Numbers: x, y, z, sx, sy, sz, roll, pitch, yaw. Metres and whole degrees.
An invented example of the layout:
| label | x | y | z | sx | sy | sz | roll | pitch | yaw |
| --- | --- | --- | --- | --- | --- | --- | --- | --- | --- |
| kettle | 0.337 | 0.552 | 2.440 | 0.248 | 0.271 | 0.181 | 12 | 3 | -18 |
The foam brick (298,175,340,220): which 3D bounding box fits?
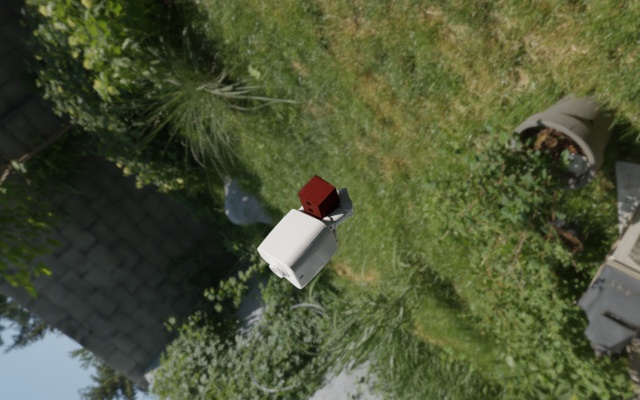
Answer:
| label | x | y | z | sx | sy | sz | roll | pitch | yaw |
| --- | --- | --- | --- | --- | --- | --- | --- | --- | --- |
| foam brick | 0.000 | 0.003 | 0.887 | 0.053 | 0.051 | 0.078 | 32 | -22 | 31 |
